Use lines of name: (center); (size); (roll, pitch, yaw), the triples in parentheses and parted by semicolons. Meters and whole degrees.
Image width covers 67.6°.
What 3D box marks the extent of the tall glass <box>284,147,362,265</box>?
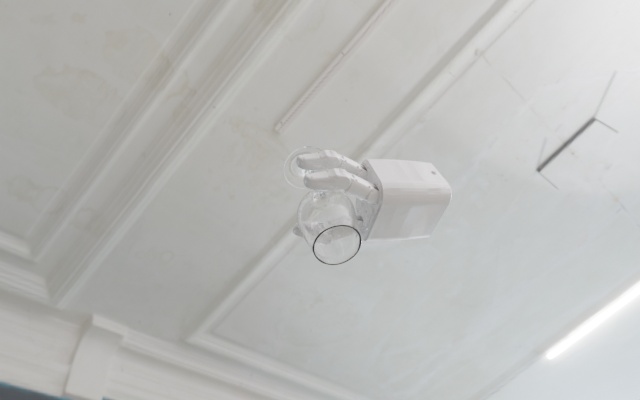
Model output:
tall glass: (0.000, 0.002, 0.663); (0.079, 0.079, 0.201); (0, 32, -14)
